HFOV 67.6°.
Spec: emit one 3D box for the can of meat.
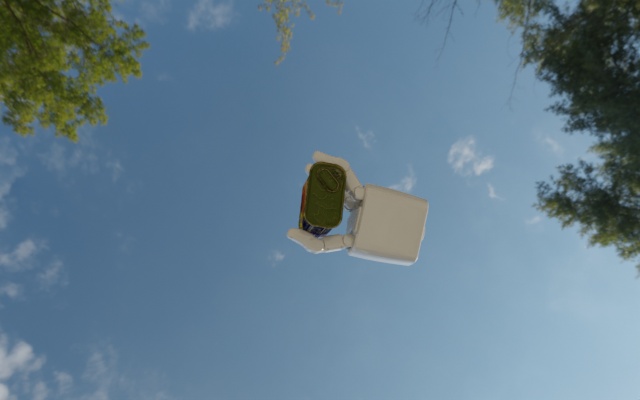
[{"bbox_3d":[0.000,0.003,0.744,0.057,0.102,0.084,9,-18,-9],"label":"can of meat"}]
